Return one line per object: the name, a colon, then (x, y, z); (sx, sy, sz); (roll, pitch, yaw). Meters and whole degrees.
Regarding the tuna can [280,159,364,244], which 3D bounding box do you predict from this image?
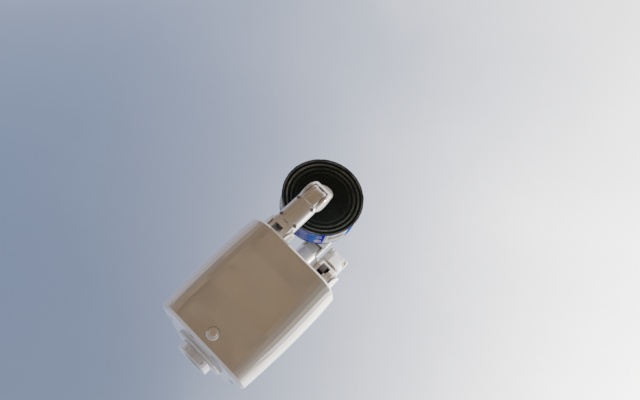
tuna can: (0.000, 0.002, 0.505); (0.086, 0.086, 0.034); (0, -24, -11)
